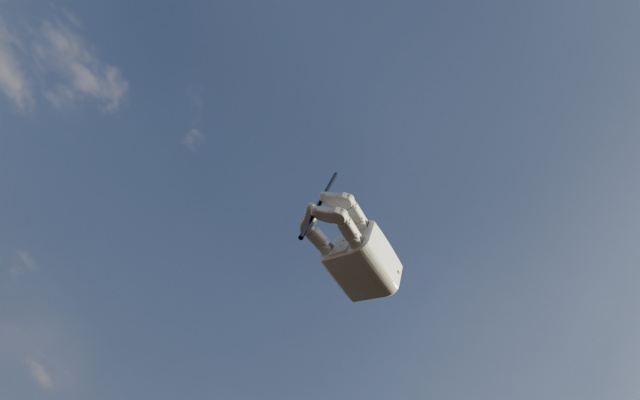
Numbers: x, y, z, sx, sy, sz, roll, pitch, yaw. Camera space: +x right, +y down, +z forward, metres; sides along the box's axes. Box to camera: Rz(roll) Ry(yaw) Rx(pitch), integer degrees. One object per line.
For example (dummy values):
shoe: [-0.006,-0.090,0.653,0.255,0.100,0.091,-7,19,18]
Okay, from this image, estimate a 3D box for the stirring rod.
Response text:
stirring rod: [0.000,0.003,0.827,0.011,0.011,0.239,0,27,16]
